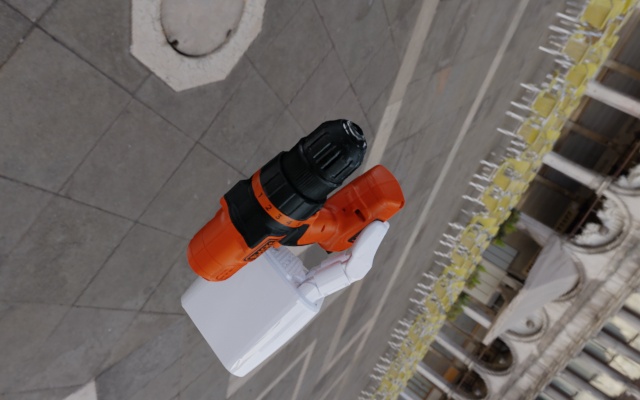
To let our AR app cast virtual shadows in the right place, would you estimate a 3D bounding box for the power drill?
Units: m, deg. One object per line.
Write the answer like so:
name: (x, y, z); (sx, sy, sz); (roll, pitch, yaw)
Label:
power drill: (0.000, 0.002, 0.419); (0.184, 0.057, 0.187); (-37, -20, 29)
